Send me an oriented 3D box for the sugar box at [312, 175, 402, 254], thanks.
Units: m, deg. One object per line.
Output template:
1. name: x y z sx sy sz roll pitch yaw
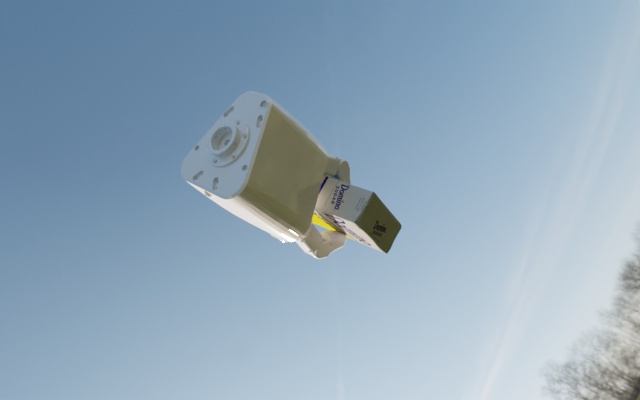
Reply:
1. sugar box: 0.000 0.002 0.566 0.176 0.048 0.093 24 -12 37
